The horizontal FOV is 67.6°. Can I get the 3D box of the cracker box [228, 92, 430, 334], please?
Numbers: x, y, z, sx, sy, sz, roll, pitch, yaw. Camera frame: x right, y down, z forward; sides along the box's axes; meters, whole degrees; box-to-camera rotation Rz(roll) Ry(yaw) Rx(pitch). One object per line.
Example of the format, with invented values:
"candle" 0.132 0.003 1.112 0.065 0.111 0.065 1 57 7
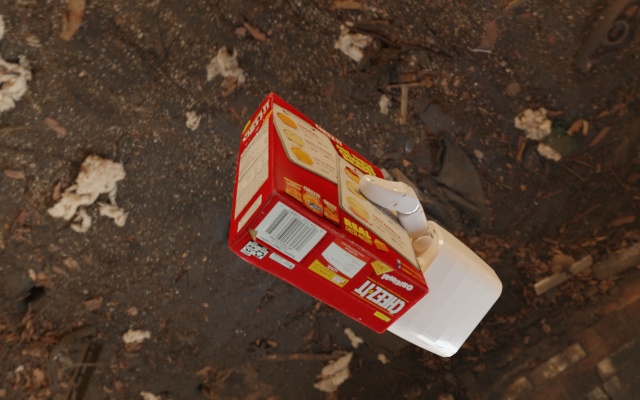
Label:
"cracker box" 0.000 0.001 0.461 0.164 0.072 0.213 33 23 -23
